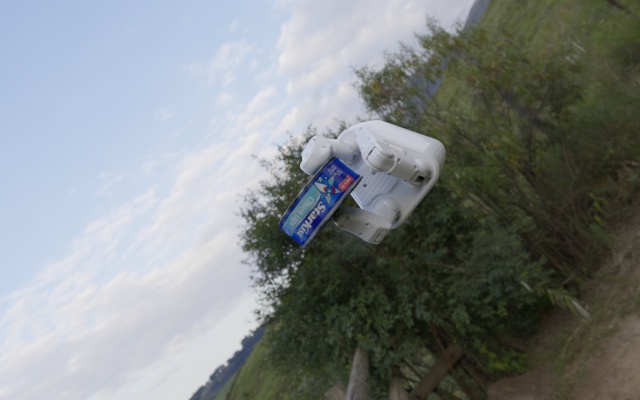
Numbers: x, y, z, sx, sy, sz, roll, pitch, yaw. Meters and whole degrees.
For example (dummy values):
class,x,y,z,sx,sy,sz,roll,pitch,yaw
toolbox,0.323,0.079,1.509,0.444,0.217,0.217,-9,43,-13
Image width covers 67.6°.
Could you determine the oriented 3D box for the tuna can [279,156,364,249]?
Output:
class,x,y,z,sx,sy,sz,roll,pitch,yaw
tuna can,0.000,0.001,0.440,0.034,0.086,0.086,39,2,3
